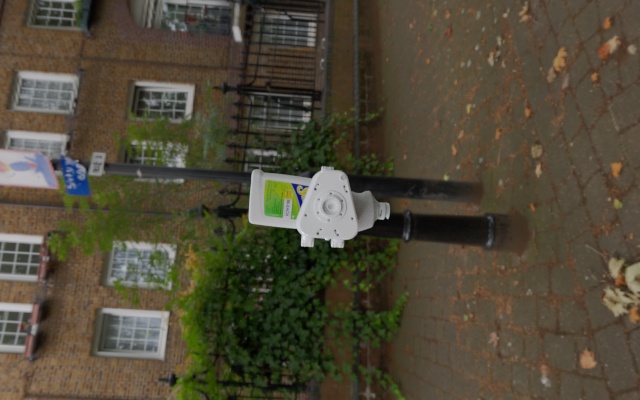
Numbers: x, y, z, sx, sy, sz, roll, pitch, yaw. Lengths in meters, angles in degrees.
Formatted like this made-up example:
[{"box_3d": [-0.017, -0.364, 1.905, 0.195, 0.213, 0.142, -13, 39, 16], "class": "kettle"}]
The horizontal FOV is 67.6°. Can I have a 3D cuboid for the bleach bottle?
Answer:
[{"box_3d": [0.000, 0.003, 0.870, 0.251, 0.102, 0.068, 4, -3, -2], "class": "bleach bottle"}]
